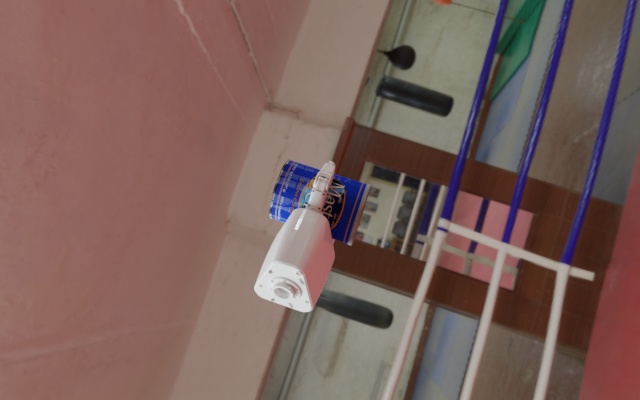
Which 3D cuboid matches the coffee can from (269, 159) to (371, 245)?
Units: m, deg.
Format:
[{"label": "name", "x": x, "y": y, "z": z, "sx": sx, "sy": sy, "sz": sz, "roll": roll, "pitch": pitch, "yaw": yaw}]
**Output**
[{"label": "coffee can", "x": 0.000, "y": 0.002, "z": 0.774, "sx": 0.140, "sy": 0.103, "sz": 0.103, "roll": 18, "pitch": 2, "yaw": 6}]
